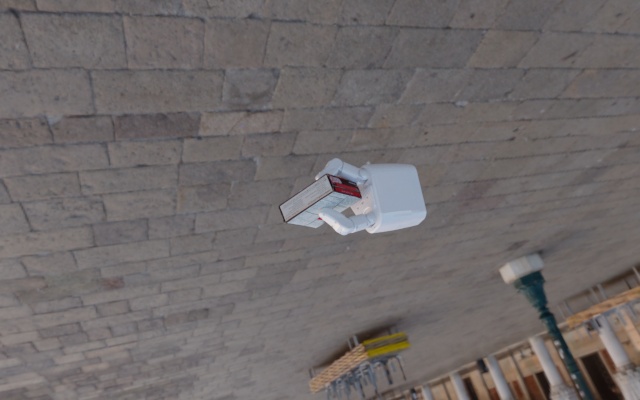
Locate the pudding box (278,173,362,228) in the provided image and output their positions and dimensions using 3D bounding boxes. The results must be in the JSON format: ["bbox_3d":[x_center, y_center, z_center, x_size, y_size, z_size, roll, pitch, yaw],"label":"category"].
[{"bbox_3d":[0.000,0.003,0.804,0.113,0.039,0.090,-35,-27,26],"label":"pudding box"}]
